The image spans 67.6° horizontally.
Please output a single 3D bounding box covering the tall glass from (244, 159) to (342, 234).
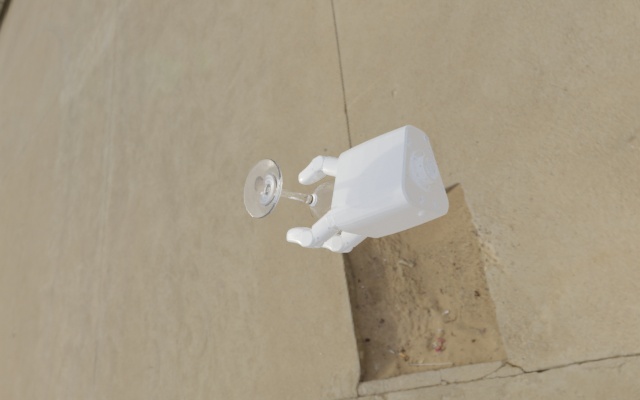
[{"bbox_3d":[-0.001,0.002,0.648,0.201,0.079,0.079,14,-9,-43],"label":"tall glass"}]
